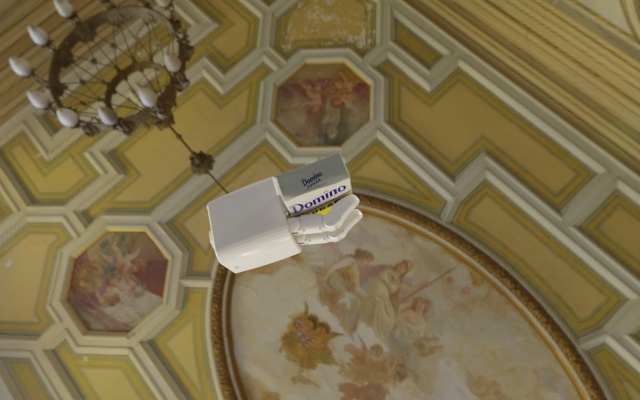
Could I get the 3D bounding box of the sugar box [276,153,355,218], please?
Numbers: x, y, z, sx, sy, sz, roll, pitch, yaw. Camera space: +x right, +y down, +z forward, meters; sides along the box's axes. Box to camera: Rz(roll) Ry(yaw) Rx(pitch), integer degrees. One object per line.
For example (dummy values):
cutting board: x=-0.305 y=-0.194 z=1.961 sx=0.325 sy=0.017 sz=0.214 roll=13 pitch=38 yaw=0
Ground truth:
sugar box: x=0.000 y=0.003 z=0.692 sx=0.093 sy=0.048 sz=0.176 roll=-20 pitch=-21 yaw=0
